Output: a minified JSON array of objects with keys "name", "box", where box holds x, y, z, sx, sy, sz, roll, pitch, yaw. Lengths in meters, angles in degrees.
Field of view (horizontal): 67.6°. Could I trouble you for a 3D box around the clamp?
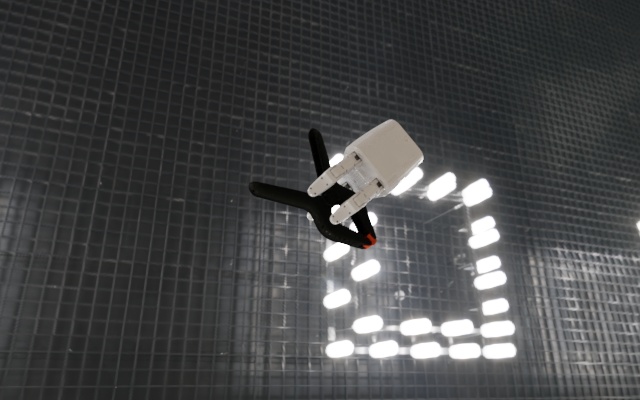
[{"name":"clamp","box":[0.000,0.003,0.749,0.164,0.210,0.036,-38,-2,-31]}]
